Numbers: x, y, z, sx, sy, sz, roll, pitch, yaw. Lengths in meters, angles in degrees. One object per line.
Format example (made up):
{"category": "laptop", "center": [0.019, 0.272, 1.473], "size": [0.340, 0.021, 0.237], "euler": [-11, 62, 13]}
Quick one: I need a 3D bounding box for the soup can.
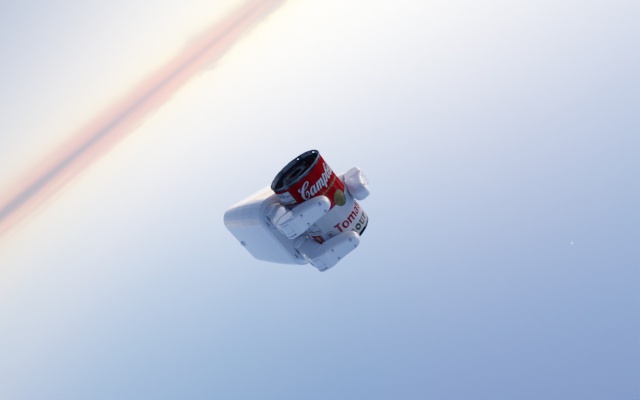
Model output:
{"category": "soup can", "center": [0.001, 0.002, 0.547], "size": [0.068, 0.102, 0.068], "euler": [-33, 23, 16]}
